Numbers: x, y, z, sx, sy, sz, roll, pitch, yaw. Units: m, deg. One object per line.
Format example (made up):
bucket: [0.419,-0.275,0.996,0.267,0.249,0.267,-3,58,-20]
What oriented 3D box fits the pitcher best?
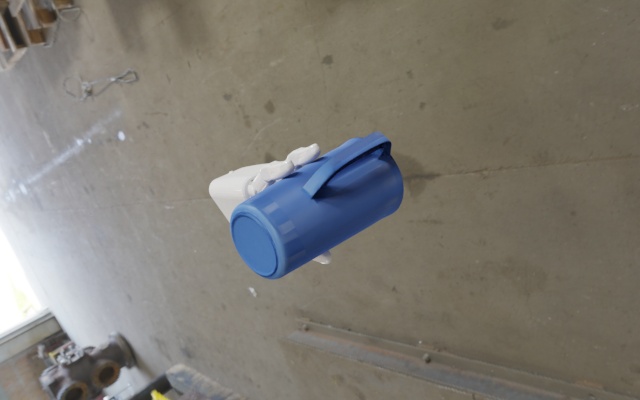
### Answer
pitcher: [0.000,0.002,0.668,0.145,0.149,0.242,4,26,46]
